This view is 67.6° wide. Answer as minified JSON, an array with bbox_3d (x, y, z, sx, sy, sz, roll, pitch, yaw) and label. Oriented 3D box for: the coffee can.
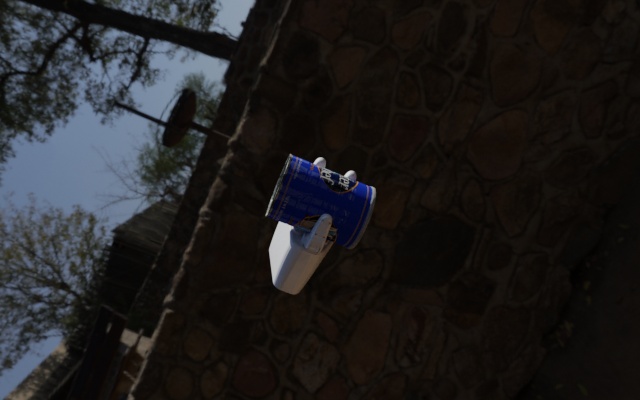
[{"bbox_3d":[0.000,0.002,0.728,0.140,0.103,0.103,22,-3,-8],"label":"coffee can"}]
